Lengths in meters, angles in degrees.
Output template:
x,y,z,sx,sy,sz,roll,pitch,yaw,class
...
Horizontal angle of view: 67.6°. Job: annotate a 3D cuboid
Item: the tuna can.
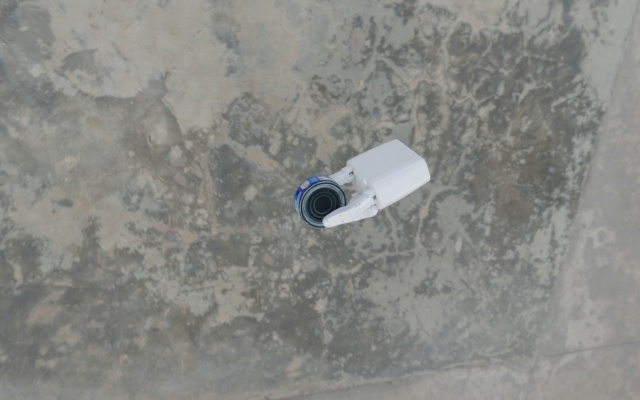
x,y,z,sx,sy,sz,roll,pitch,yaw,class
0.000,0.003,0.797,0.086,0.086,0.033,0,19,-19,tuna can
